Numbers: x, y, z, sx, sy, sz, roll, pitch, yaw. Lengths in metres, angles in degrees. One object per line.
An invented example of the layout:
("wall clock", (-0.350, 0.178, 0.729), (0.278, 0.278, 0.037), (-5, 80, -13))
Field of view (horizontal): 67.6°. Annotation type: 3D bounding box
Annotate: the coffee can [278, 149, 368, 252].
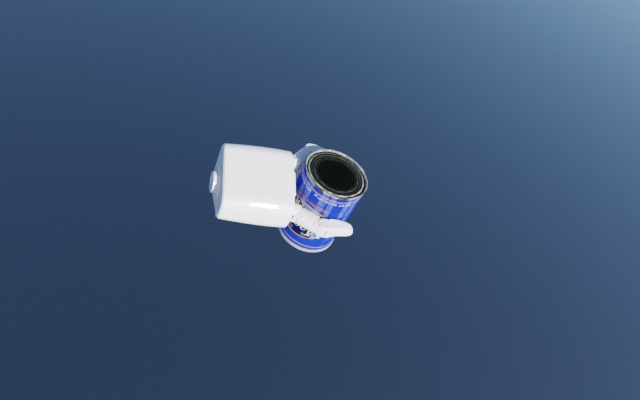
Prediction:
("coffee can", (0.000, 0.003, 0.769), (0.103, 0.102, 0.140), (0, -39, -28))
